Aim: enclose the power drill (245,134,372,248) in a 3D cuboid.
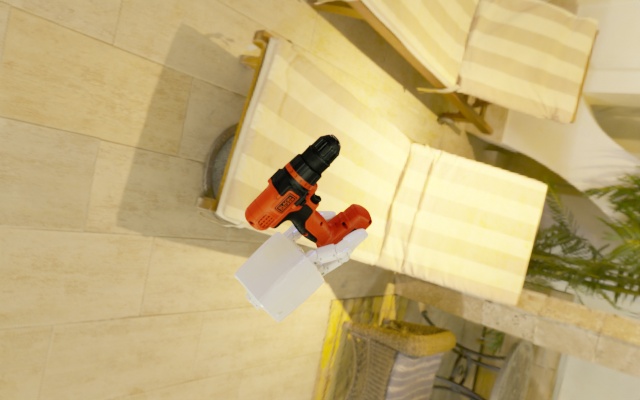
[{"bbox_3d":[0.000,0.003,0.756,0.188,0.184,0.057,37,16,-39],"label":"power drill"}]
